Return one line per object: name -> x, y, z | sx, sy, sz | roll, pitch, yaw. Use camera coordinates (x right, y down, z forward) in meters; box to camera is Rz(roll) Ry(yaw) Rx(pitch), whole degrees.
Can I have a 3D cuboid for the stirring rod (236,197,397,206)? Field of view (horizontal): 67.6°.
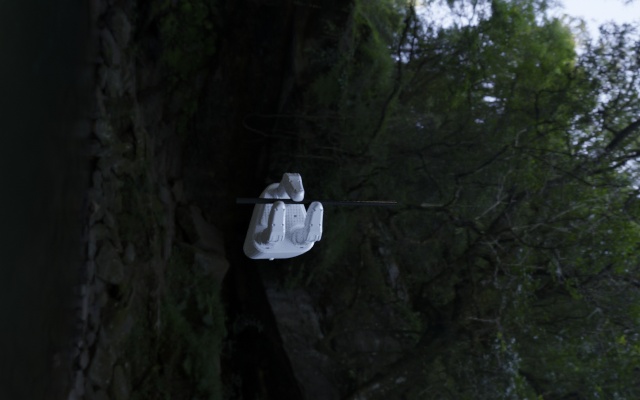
stirring rod -> 0.000, 0.002, 0.682 | 0.239, 0.011, 0.011 | 1, 0, -19
